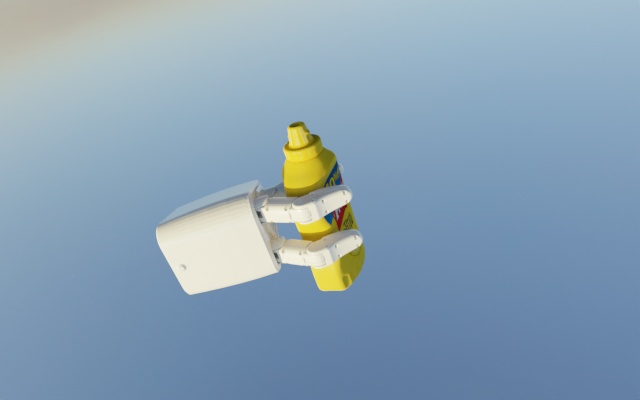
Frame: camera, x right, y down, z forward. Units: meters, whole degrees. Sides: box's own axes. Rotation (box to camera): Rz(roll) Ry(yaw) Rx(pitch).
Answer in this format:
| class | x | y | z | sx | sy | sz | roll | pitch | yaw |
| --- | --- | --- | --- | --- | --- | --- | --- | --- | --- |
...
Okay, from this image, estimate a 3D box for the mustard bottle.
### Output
| class | x | y | z | sx | sy | sz | roll | pitch | yaw |
| --- | --- | --- | --- | --- | --- | --- | --- | --- | --- |
| mustard bottle | 0.000 | 0.002 | 0.535 | 0.058 | 0.192 | 0.096 | -4 | 32 | 24 |
